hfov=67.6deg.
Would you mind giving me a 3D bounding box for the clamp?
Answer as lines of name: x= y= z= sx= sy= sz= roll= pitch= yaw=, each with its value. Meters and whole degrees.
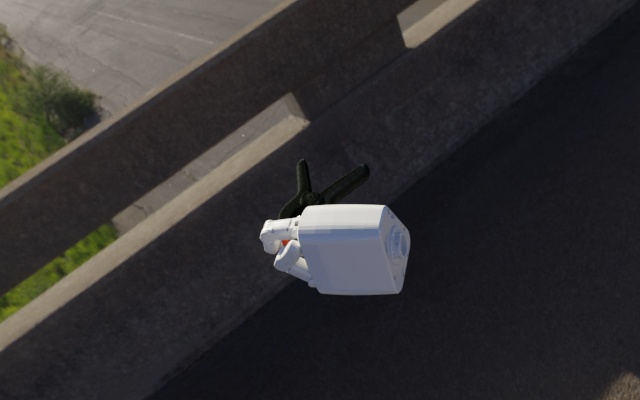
clamp: x=0.000 y=0.002 z=0.678 sx=0.120 sy=0.171 sz=0.039 roll=-4 pitch=-41 yaw=28
